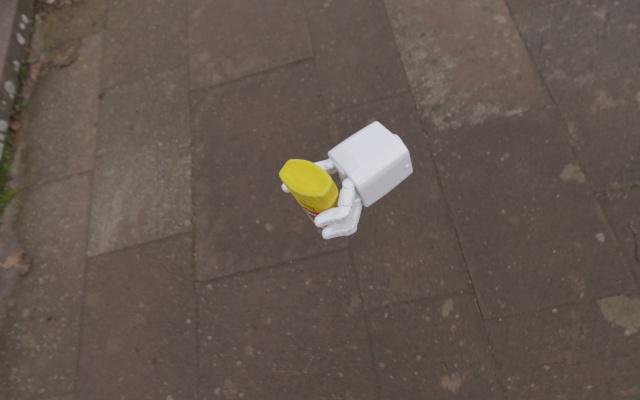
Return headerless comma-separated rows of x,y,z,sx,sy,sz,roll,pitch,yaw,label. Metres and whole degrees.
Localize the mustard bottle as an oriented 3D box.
0.000,0.003,0.835,0.096,0.058,0.192,25,-16,26,mustard bottle
